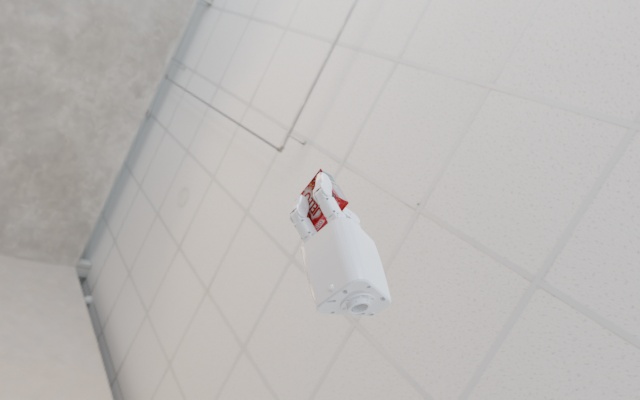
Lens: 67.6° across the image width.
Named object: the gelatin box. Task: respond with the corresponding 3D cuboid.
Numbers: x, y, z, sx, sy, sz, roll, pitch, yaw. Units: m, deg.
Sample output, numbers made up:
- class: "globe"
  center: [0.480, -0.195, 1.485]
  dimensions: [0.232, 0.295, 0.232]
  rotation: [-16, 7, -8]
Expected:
- class: "gelatin box"
  center: [0.000, 0.002, 0.766]
  dimensions: [0.030, 0.073, 0.089]
  rotation: [27, 22, -33]
